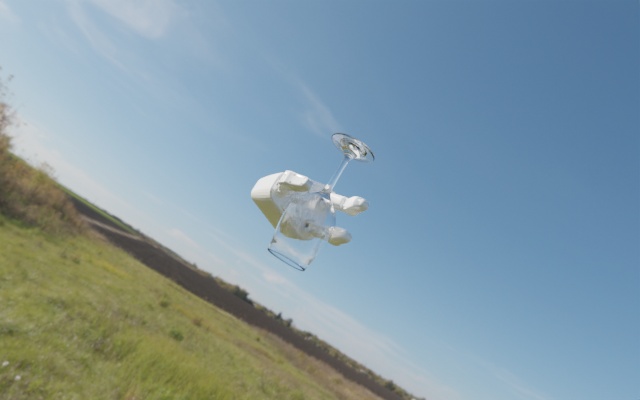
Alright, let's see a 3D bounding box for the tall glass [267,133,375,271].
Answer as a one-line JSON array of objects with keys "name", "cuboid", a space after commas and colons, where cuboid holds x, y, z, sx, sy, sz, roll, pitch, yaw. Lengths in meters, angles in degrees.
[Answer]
[{"name": "tall glass", "cuboid": [0.000, 0.002, 0.701, 0.079, 0.201, 0.079, 29, -15, 9]}]
